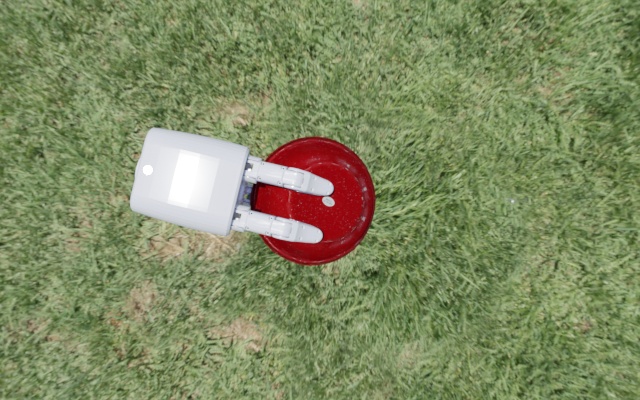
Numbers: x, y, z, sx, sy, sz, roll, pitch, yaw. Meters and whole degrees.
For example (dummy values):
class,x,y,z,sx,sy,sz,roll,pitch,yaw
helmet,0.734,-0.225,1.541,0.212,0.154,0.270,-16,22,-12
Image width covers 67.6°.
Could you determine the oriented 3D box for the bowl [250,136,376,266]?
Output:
class,x,y,z,sx,sy,sz,roll,pitch,yaw
bowl,0.002,0.002,0.572,0.162,0.162,0.055,0,2,-16
